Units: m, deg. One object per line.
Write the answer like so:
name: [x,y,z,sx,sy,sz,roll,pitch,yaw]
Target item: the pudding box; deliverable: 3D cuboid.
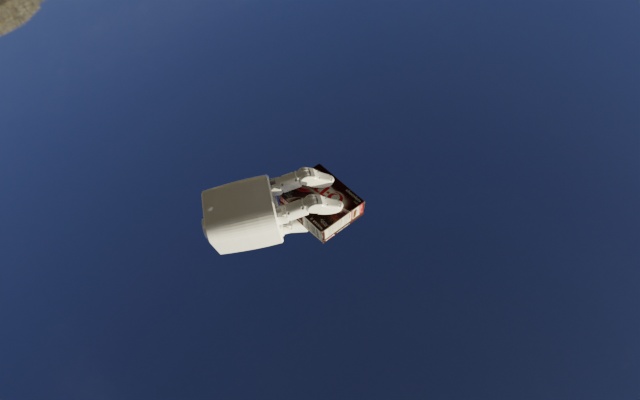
pudding box: [0.000,0.003,0.759,0.090,0.113,0.039,-35,-30,-22]
